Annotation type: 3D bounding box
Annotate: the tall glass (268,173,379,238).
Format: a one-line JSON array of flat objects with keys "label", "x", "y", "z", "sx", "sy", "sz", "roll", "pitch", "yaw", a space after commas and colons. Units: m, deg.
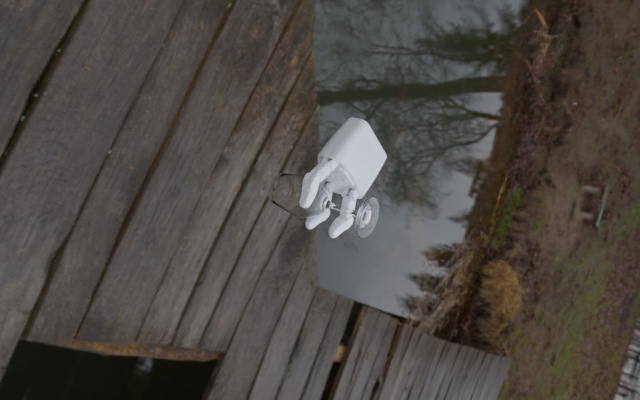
[{"label": "tall glass", "x": 0.001, "y": 0.003, "z": 0.856, "sx": 0.201, "sy": 0.079, "sz": 0.079, "roll": 18, "pitch": 10, "yaw": 32}]
